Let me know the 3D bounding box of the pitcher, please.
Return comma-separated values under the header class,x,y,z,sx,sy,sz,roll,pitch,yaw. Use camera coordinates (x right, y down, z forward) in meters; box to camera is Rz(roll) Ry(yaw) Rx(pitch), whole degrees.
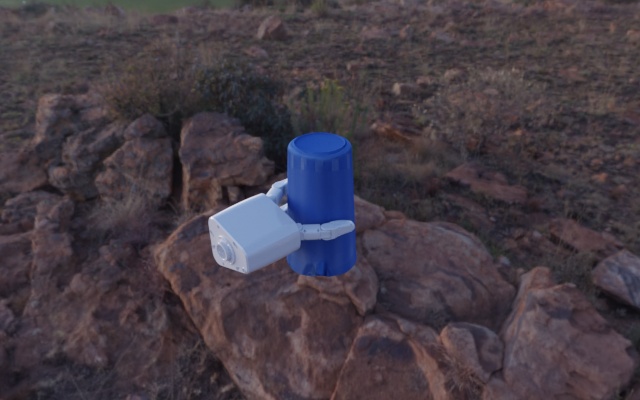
class,x,y,z,sx,sy,sz,roll,pitch,yaw
pitcher,0.000,0.003,0.864,0.145,0.243,0.149,-24,37,-36
